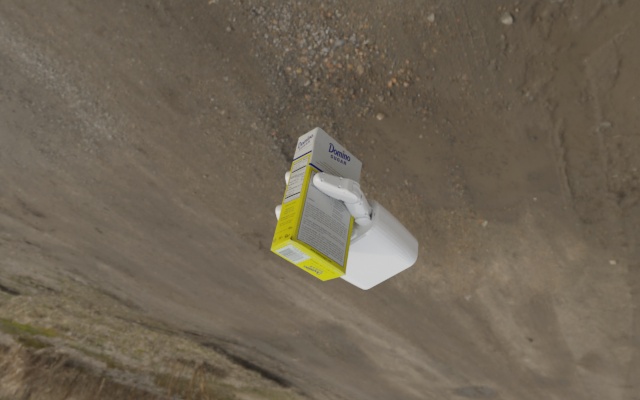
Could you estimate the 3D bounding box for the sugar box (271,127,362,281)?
[{"bbox_3d":[0.000,0.002,0.611,0.048,0.176,0.093,-24,-48,39],"label":"sugar box"}]
